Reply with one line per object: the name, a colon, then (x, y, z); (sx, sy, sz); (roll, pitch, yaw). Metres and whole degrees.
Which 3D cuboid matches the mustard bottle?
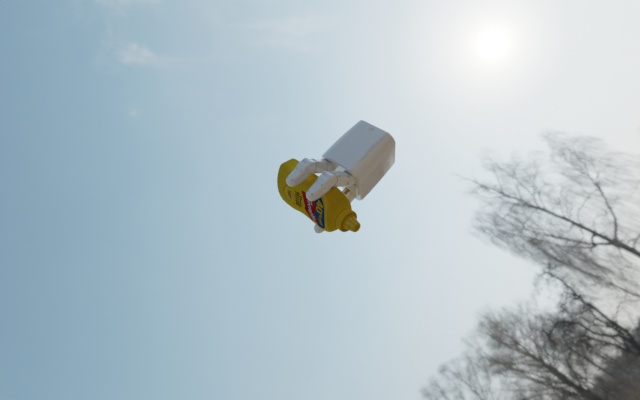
mustard bottle: (0.000, 0.003, 0.858); (0.058, 0.096, 0.191); (-29, 45, -31)
